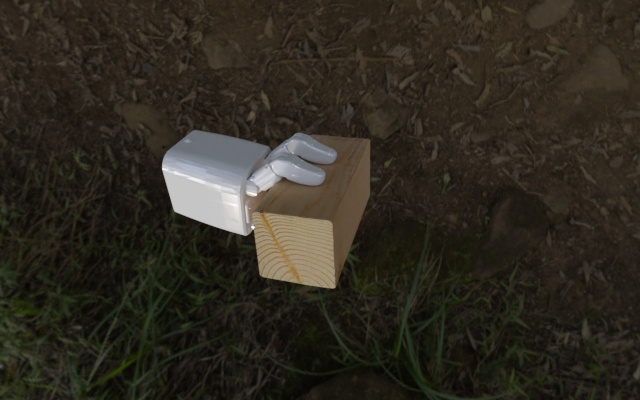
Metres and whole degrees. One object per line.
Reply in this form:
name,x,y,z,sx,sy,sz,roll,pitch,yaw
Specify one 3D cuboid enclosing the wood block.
wood block,0.000,0.002,0.589,0.090,0.091,0.206,7,32,14
